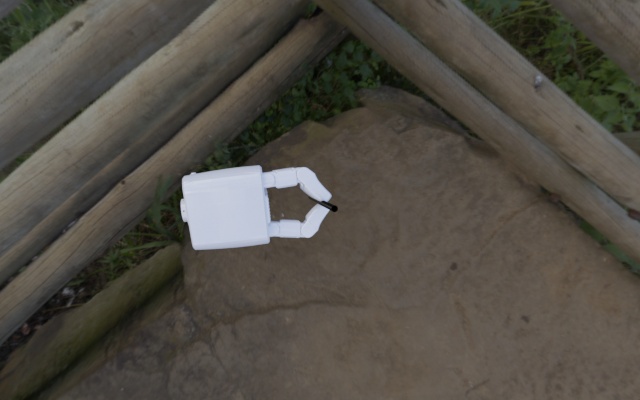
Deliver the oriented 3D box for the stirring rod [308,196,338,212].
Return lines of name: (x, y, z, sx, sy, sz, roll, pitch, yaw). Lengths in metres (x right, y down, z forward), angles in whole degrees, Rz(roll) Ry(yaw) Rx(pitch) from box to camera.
stirring rod: (0.000, 0.002, 0.681, 0.011, 0.011, 0.239, 0, 4, -8)
